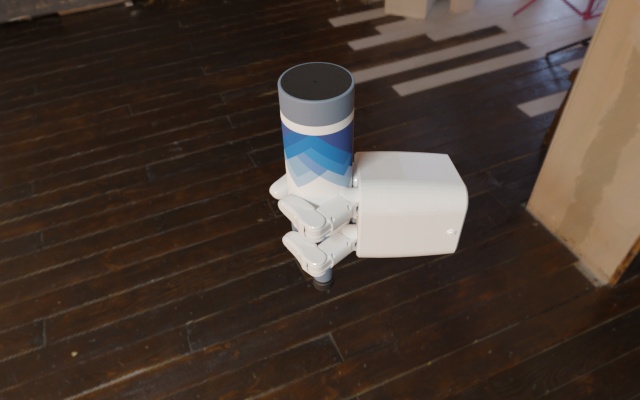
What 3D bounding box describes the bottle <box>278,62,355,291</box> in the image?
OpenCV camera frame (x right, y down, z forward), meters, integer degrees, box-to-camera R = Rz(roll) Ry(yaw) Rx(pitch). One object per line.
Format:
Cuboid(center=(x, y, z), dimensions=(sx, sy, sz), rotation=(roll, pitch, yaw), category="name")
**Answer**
Cuboid(center=(0.000, 0.001, 0.514), dimensions=(0.069, 0.296, 0.069), rotation=(-1, 45, 1), category="bottle")
